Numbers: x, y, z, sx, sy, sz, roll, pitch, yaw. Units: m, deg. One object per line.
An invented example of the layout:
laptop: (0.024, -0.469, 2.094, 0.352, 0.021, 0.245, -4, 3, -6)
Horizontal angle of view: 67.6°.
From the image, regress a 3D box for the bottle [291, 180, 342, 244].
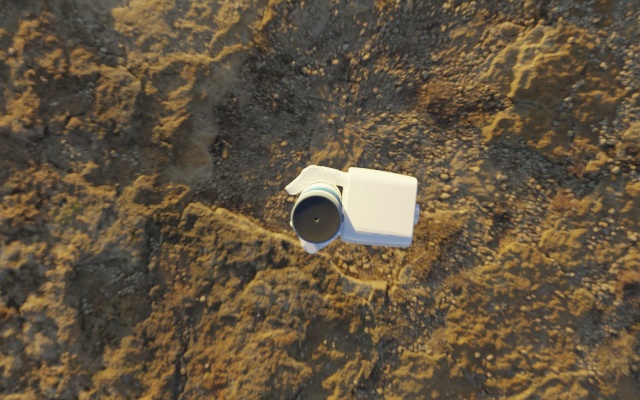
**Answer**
bottle: (0.000, 0.002, 0.761, 0.069, 0.069, 0.295, 0, 8, 2)
